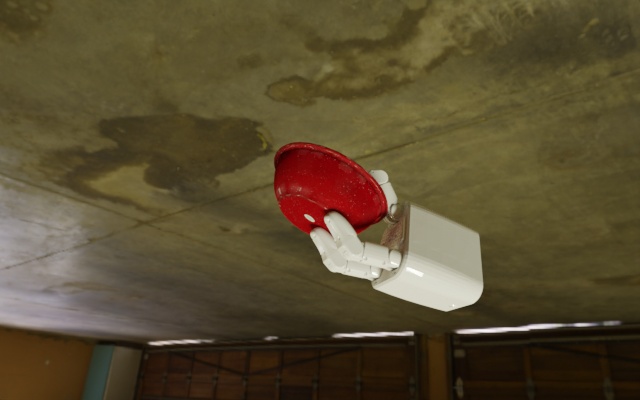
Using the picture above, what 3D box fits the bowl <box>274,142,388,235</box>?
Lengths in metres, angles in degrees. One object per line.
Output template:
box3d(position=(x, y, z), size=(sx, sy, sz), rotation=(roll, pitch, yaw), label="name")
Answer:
box3d(position=(-0.001, 0.002, 0.601), size=(0.162, 0.055, 0.162), rotation=(23, -28, 13), label="bowl")
